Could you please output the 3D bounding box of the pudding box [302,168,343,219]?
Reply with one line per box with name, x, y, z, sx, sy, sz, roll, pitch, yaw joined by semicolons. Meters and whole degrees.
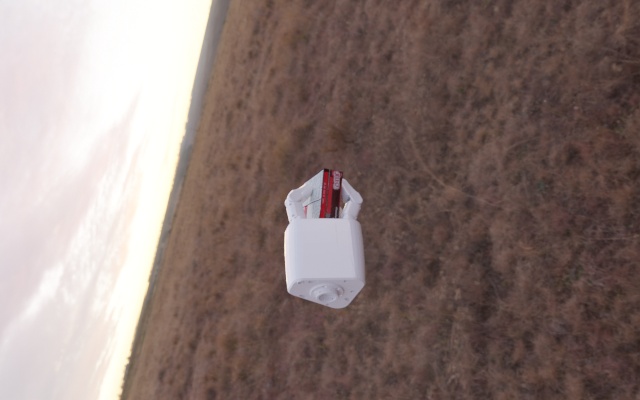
pudding box;0.000;0.003;0.806;0.039;0.090;0.113;11;-14;-19
